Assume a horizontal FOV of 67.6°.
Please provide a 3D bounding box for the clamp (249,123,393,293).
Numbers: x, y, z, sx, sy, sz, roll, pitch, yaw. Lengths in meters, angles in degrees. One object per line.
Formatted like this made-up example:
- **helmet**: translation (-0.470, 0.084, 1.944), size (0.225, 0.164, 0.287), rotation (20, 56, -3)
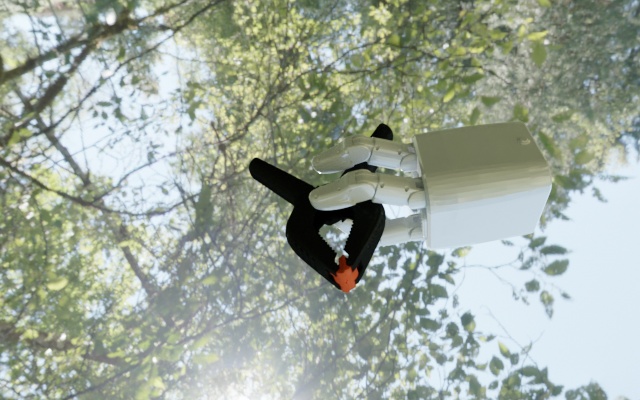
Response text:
- **clamp**: translation (0.001, 0.002, 0.472), size (0.164, 0.036, 0.209), rotation (-11, 41, 10)
